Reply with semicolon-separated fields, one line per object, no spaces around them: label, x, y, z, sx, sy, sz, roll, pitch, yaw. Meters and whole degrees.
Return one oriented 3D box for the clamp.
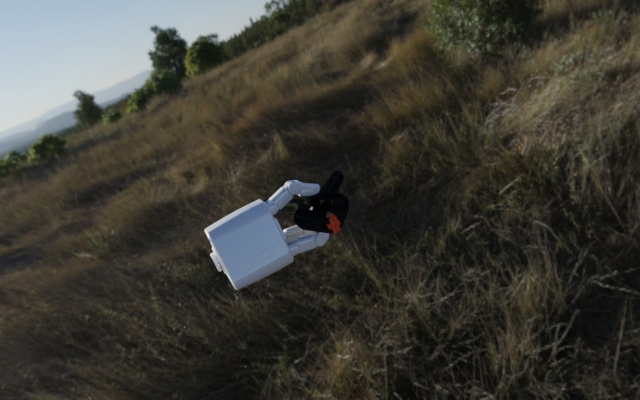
clamp;0.000;0.002;0.818;0.164;0.036;0.210;-27;23;-15
